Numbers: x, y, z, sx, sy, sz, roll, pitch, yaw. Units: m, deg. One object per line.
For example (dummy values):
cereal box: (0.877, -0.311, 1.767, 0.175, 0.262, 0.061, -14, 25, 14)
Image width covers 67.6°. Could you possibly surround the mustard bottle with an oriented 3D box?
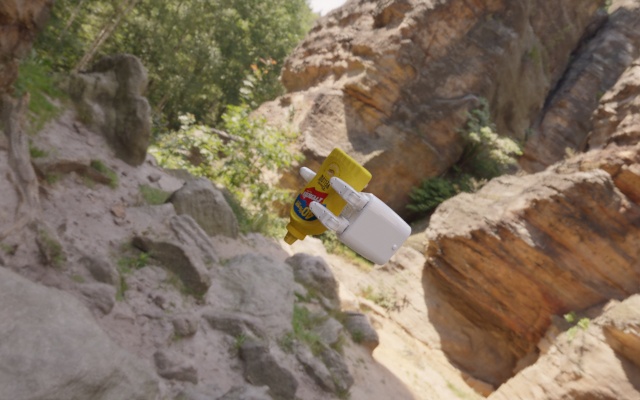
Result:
mustard bottle: (0.000, 0.002, 0.855, 0.058, 0.191, 0.096, 32, 10, -46)
